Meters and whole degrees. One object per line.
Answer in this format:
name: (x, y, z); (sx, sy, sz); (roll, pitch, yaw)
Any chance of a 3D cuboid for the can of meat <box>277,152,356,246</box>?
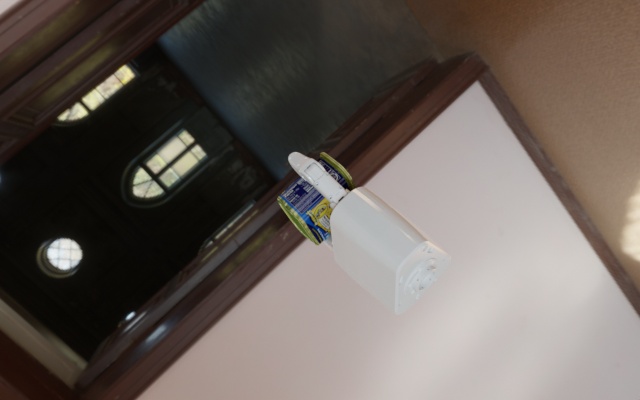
can of meat: (0.000, 0.002, 0.614); (0.057, 0.084, 0.102); (41, -10, 32)
